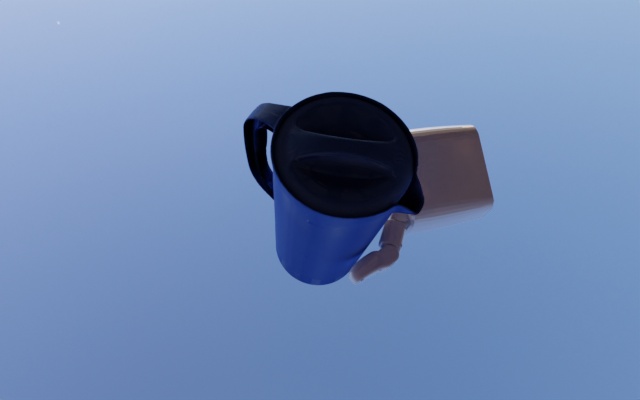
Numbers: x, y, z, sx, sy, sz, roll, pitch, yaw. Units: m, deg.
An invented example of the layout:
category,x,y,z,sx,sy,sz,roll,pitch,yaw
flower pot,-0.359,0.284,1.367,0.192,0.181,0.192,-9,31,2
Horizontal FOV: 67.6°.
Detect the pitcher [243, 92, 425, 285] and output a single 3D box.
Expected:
category,x,y,z,sx,sy,sz,roll,pitch,yaw
pitcher,0.000,0.002,0.523,0.145,0.149,0.243,-10,-25,-13
